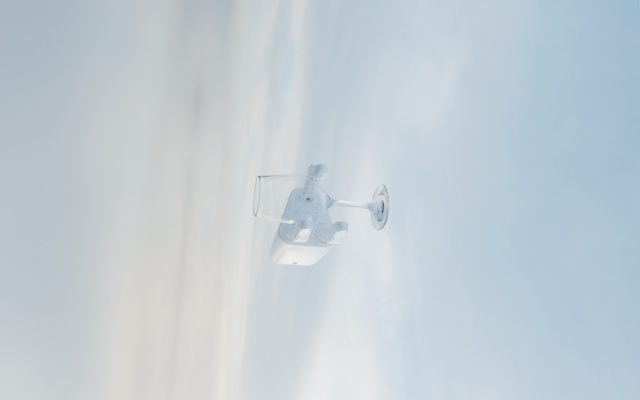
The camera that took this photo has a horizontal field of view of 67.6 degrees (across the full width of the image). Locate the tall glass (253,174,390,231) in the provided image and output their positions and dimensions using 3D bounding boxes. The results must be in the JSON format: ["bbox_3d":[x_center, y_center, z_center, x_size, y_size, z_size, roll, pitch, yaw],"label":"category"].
[{"bbox_3d":[0.001,0.002,0.737,0.201,0.079,0.079,5,-2,-16],"label":"tall glass"}]
